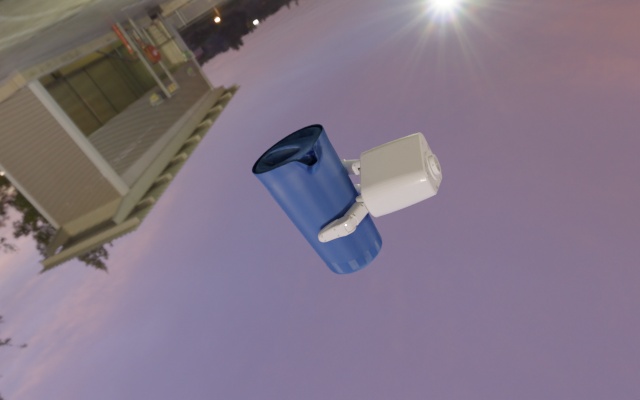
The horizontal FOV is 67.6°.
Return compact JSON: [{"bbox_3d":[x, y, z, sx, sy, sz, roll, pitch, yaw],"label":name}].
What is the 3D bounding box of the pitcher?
[{"bbox_3d":[0.000,0.003,0.808,0.145,0.243,0.149,-21,26,26],"label":"pitcher"}]
